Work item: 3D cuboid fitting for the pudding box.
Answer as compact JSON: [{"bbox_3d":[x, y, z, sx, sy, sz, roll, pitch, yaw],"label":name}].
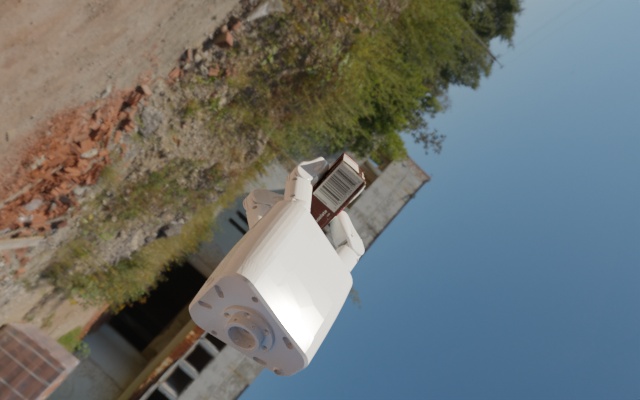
[{"bbox_3d":[0.000,0.002,0.533,0.039,0.113,0.090,44,10,-6],"label":"pudding box"}]
